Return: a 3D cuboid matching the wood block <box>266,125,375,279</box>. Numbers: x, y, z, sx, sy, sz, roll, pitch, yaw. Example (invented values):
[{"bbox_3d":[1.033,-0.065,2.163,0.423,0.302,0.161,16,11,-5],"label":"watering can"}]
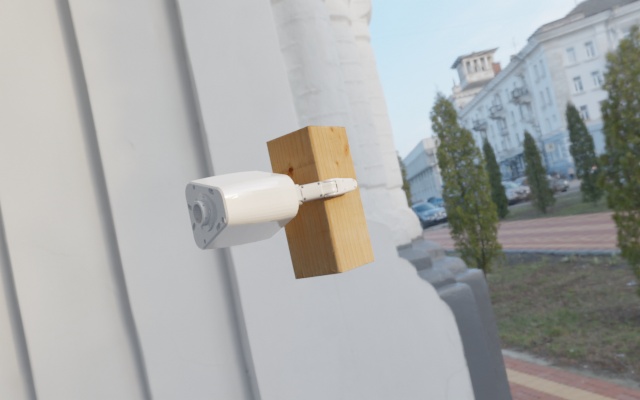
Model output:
[{"bbox_3d":[0.000,0.002,0.705,0.091,0.206,0.090,-14,-3,38],"label":"wood block"}]
